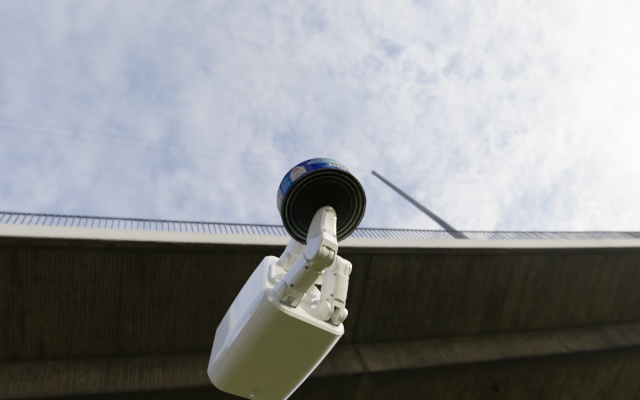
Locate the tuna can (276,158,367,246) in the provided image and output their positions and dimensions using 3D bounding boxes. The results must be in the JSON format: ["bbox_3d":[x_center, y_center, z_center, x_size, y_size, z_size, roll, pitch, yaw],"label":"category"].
[{"bbox_3d":[0.000,0.001,0.476,0.086,0.086,0.033,0,26,-16],"label":"tuna can"}]
